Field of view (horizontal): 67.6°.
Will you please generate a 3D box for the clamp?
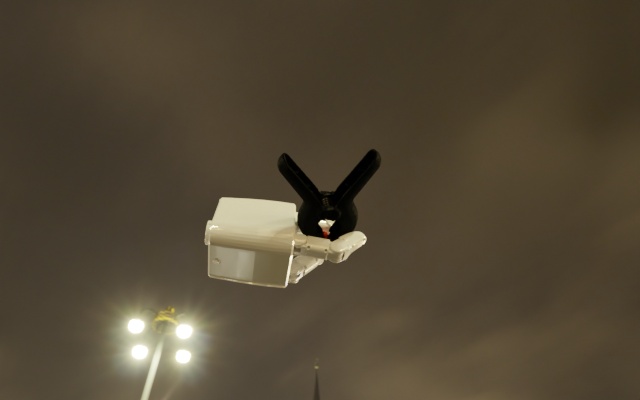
[{"bbox_3d":[0.000,0.002,0.601,0.120,0.172,0.039,7,40,-6],"label":"clamp"}]
